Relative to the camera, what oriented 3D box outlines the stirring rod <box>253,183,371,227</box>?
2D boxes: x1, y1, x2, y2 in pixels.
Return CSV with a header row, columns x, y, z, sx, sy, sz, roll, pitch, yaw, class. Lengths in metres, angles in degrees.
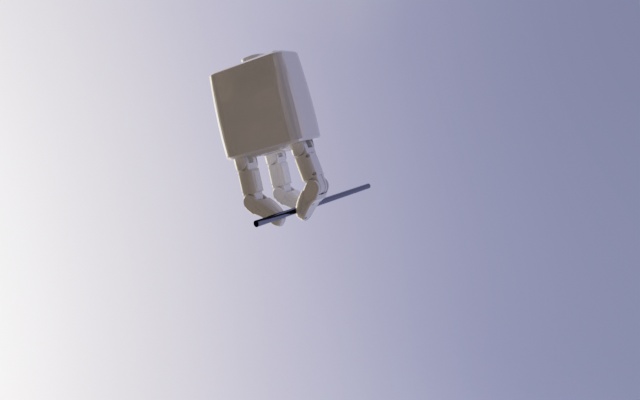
x,y,z,sx,sy,sz,roll,pitch,yaw,class
0.000,0.002,0.622,0.011,0.011,0.239,0,11,37,stirring rod
